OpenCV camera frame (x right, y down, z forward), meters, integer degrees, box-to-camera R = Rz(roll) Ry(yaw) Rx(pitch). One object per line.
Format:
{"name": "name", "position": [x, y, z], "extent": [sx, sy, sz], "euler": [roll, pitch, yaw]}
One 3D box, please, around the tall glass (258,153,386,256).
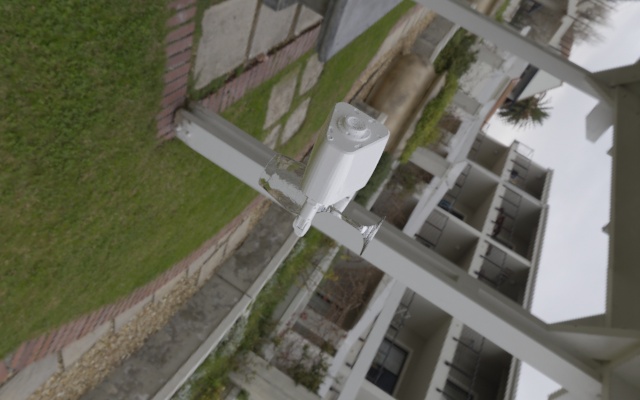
{"name": "tall glass", "position": [0.001, 0.003, 0.763], "extent": [0.201, 0.079, 0.079], "euler": [33, 4, 7]}
